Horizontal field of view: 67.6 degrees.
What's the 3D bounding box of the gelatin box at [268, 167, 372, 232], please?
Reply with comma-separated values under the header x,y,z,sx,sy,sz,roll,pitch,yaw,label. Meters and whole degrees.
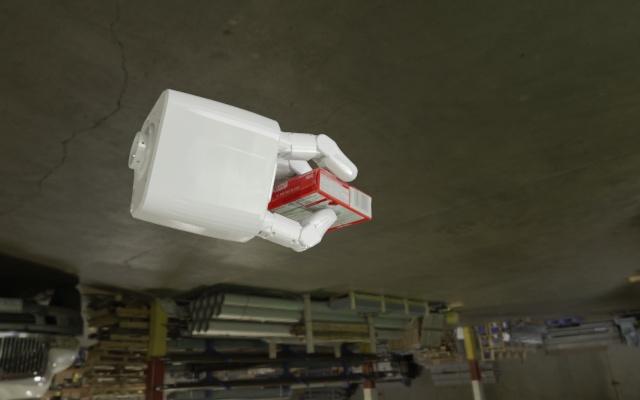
x,y,z,sx,sy,sz,roll,pitch,yaw,label
0.000,0.002,0.515,0.073,0.030,0.089,-19,-34,40,gelatin box
